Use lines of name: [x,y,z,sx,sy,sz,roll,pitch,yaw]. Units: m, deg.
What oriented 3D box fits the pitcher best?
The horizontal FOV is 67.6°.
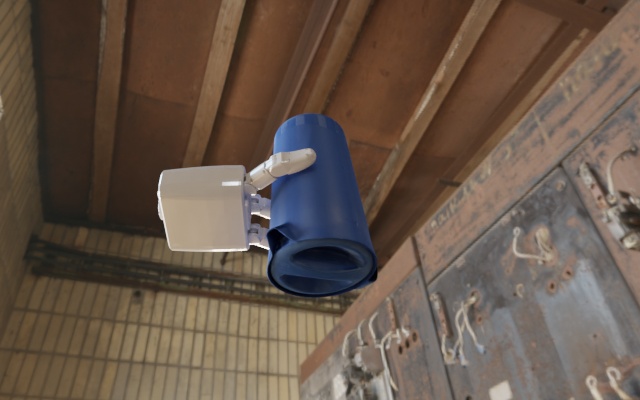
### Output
pitcher: [0.000,0.002,0.651,0.145,0.242,0.149,-3,-40,-3]
